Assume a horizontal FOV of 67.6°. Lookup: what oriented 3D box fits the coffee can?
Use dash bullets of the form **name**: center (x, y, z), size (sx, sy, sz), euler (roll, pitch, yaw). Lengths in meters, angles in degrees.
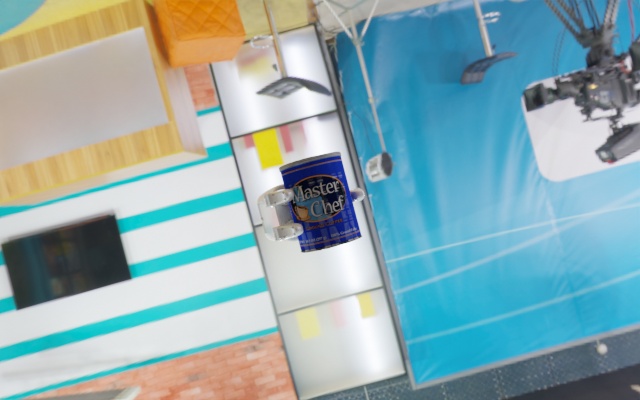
- **coffee can**: center (0.000, 0.002, 0.765), size (0.103, 0.140, 0.103), euler (-15, 0, 0)
